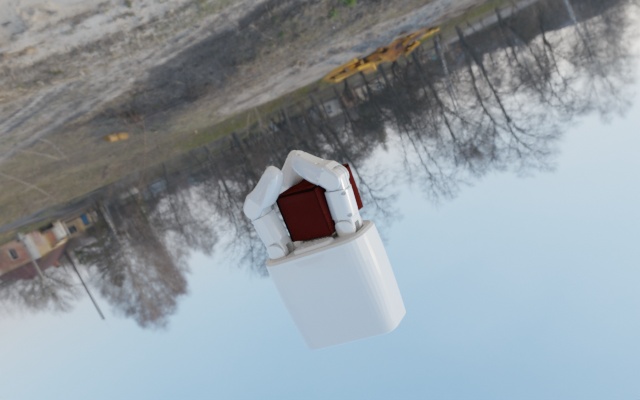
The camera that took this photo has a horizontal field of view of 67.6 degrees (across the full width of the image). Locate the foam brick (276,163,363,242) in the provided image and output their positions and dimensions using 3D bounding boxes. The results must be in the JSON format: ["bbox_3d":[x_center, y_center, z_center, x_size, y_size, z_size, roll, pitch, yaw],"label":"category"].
[{"bbox_3d":[0.000,0.001,0.500,0.053,0.051,0.078,-14,13,36],"label":"foam brick"}]
